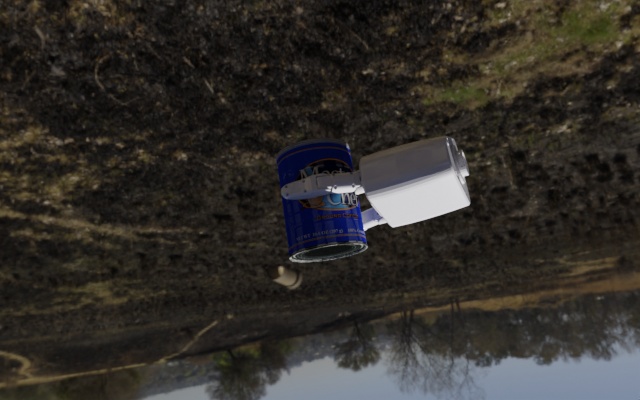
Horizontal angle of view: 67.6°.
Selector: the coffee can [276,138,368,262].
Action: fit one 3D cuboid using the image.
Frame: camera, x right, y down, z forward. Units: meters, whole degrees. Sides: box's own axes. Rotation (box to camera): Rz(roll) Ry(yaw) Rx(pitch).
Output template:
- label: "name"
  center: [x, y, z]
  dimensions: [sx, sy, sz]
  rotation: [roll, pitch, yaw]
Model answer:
- label: "coffee can"
  center: [0.000, 0.002, 0.632]
  dimensions: [0.103, 0.140, 0.103]
  rotation: [-8, -16, -2]
